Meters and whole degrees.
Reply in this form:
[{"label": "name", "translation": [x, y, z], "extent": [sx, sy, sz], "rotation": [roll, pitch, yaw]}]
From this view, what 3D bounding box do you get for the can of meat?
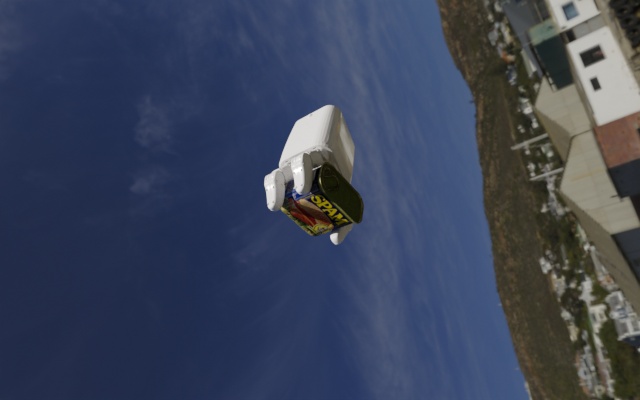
[{"label": "can of meat", "translation": [0.000, 0.003, 0.703], "extent": [0.084, 0.057, 0.102], "rotation": [-22, -51, 33]}]
